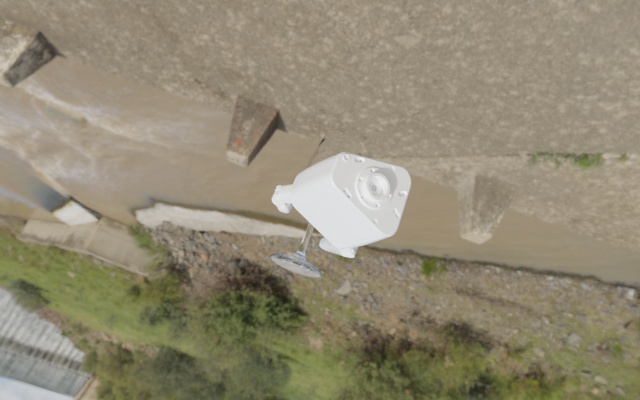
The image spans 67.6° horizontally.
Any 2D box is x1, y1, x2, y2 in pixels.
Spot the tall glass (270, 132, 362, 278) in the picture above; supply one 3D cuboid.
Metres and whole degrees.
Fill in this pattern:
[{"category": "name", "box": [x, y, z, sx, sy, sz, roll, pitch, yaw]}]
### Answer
[{"category": "tall glass", "box": [0.000, 0.003, 0.680, 0.079, 0.201, 0.079, 18, -22, 7]}]
